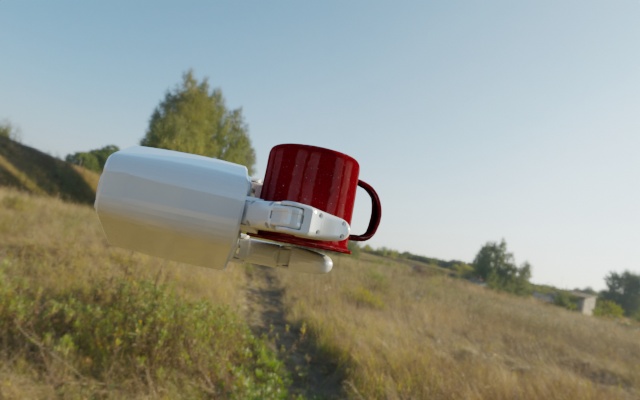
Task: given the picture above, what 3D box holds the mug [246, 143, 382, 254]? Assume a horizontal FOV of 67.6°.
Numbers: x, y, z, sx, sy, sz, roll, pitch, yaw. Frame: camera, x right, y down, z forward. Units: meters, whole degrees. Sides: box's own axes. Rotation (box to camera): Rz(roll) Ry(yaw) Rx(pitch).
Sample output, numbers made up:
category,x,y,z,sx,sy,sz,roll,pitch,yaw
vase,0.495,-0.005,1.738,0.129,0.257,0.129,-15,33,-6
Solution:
category,x,y,z,sx,sy,sz,roll,pitch,yaw
mug,0.002,0.001,0.421,0.117,0.081,0.093,12,-6,-14
